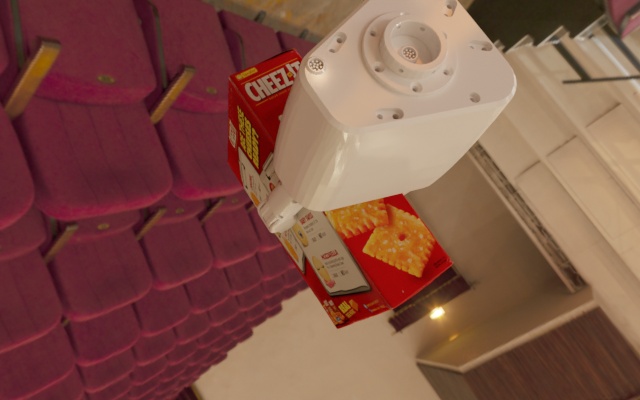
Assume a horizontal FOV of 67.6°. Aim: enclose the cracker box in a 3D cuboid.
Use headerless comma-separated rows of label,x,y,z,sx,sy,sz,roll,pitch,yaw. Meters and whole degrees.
cracker box,0.000,0.002,0.429,0.072,0.213,0.164,-31,-11,-20
